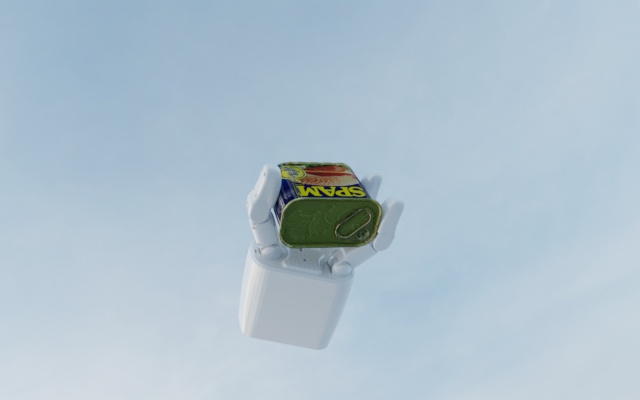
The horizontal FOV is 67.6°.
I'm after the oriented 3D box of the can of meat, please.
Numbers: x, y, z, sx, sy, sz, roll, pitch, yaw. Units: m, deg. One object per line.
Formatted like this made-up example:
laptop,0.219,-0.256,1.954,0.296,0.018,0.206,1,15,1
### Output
can of meat,0.000,0.001,0.492,0.102,0.057,0.084,0,31,-18
